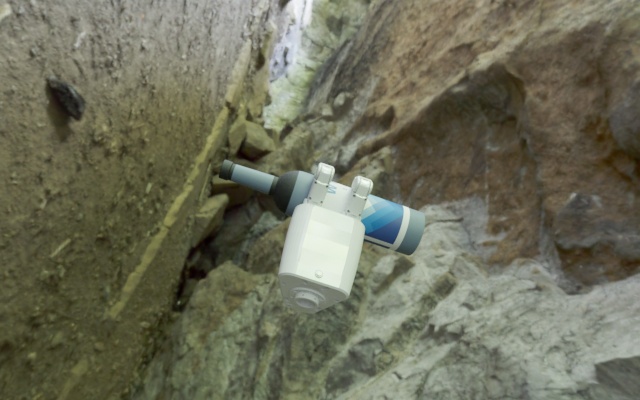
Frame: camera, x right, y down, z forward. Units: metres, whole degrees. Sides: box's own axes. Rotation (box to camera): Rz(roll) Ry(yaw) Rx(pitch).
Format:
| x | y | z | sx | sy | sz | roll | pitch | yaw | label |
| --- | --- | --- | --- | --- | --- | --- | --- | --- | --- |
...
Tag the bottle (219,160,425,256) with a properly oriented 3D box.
| x | y | z | sx | sy | sz | roll | pitch | yaw | label |
| --- | --- | --- | --- | --- | --- | --- | --- | --- | --- |
| 0.000 | 0.002 | 0.684 | 0.296 | 0.069 | 0.069 | 19 | -2 | -5 | bottle |
